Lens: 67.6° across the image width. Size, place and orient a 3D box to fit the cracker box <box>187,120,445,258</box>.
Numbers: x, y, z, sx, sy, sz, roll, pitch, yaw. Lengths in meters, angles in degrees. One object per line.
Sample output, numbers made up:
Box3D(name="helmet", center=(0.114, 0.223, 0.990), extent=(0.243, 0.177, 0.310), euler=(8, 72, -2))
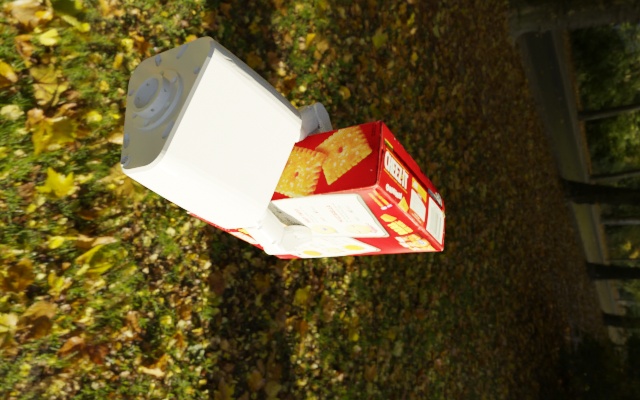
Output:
Box3D(name="cracker box", center=(0.000, 0.002, 0.496), extent=(0.214, 0.072, 0.164), euler=(-7, -26, 32))
